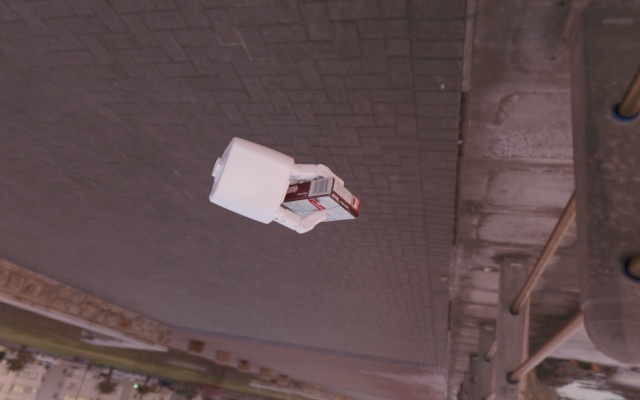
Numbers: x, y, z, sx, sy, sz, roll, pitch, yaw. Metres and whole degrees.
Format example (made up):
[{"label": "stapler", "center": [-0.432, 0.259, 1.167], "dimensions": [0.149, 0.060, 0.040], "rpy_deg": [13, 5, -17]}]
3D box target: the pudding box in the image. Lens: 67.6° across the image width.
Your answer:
[{"label": "pudding box", "center": [0.000, 0.003, 0.843], "dimensions": [0.113, 0.039, 0.090], "rpy_deg": [-7, -31, 38]}]
